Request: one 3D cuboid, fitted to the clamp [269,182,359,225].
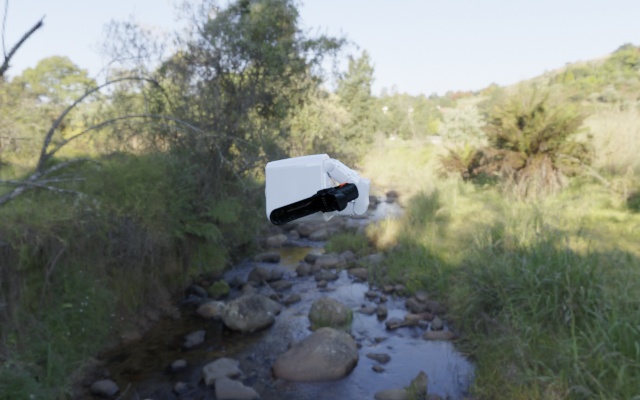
[{"bbox_3d":[0.000,0.002,0.722,0.120,0.039,0.171,-8,4,18],"label":"clamp"}]
